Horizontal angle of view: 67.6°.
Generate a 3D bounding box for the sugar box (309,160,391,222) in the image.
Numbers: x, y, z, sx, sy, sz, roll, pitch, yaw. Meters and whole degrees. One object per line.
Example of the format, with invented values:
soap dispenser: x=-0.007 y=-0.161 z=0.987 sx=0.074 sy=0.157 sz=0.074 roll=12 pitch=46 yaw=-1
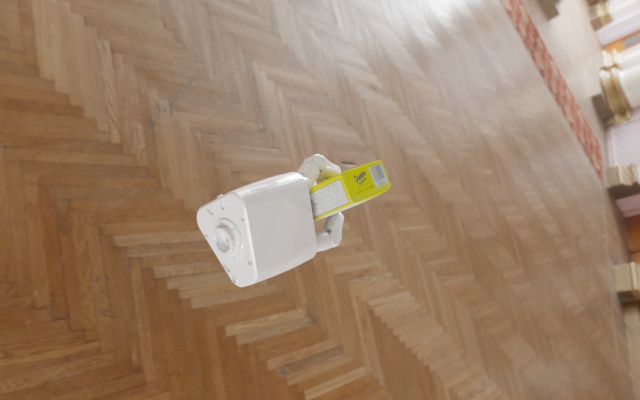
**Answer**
sugar box: x=0.000 y=0.002 z=0.649 sx=0.176 sy=0.048 sz=0.093 roll=-22 pitch=-1 yaw=40
